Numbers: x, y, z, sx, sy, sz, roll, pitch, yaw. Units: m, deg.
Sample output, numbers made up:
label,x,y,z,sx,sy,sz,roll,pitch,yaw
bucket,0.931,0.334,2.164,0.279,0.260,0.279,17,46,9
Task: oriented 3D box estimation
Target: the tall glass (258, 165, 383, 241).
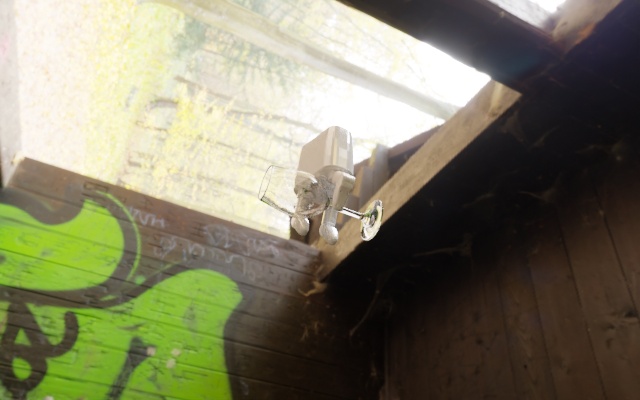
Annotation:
label,x,y,z,sx,sy,sz,roll,pitch,yaw
tall glass,0.001,0.003,0.799,0.201,0.079,0.079,19,-6,-18
